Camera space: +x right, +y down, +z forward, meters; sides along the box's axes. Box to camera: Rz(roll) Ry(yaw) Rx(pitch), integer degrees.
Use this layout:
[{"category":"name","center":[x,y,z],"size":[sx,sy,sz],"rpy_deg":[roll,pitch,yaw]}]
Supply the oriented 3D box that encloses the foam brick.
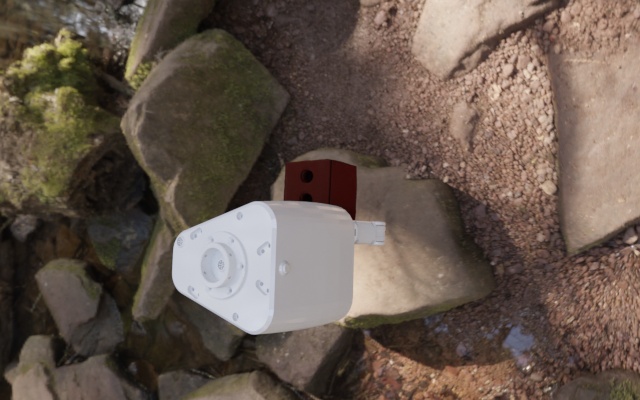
[{"category":"foam brick","center":[0.000,0.001,0.461],"size":[0.053,0.078,0.051],"rpy_deg":[-1,-5,34]}]
